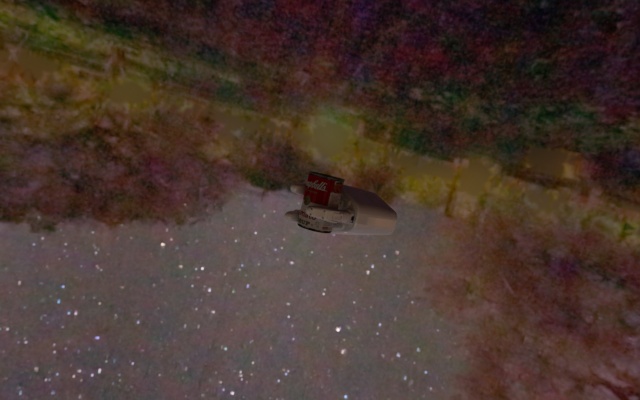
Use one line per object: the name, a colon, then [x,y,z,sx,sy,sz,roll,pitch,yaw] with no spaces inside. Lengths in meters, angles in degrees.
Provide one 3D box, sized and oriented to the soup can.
soup can: [0.000,0.003,0.884,0.068,0.102,0.068,14,7,-2]
